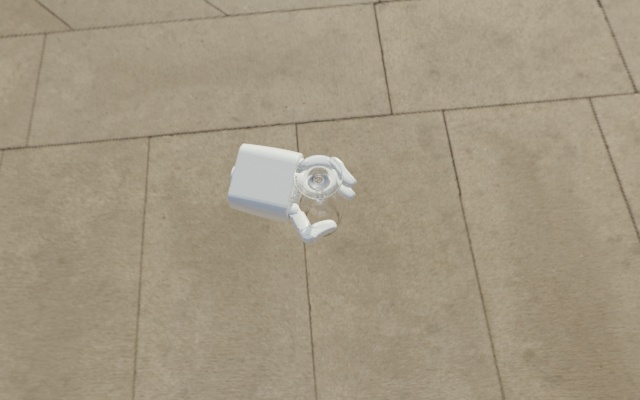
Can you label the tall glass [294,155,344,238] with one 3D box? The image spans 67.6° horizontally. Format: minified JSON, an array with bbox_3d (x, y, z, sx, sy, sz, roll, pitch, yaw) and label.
[{"bbox_3d":[0.000,0.002,0.803,0.079,0.079,0.201,0,-23,3],"label":"tall glass"}]
